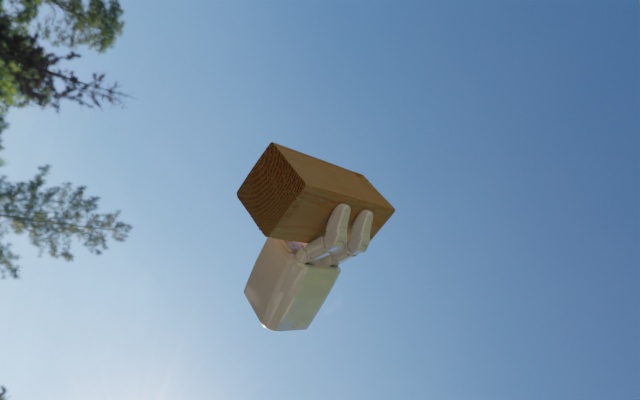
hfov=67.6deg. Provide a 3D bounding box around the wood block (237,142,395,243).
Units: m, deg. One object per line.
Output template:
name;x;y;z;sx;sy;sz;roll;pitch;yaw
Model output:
wood block;0.000;0.002;0.668;0.206;0.090;0.090;14;29;-50
